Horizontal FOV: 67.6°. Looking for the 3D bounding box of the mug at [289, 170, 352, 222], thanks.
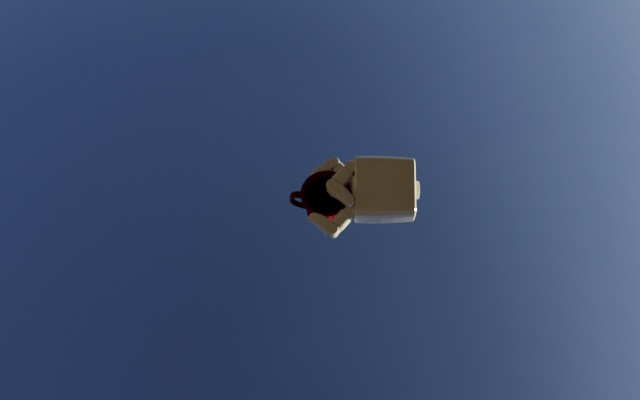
[{"bbox_3d":[-0.001,0.003,0.896,0.117,0.093,0.081,2,-25,4],"label":"mug"}]
